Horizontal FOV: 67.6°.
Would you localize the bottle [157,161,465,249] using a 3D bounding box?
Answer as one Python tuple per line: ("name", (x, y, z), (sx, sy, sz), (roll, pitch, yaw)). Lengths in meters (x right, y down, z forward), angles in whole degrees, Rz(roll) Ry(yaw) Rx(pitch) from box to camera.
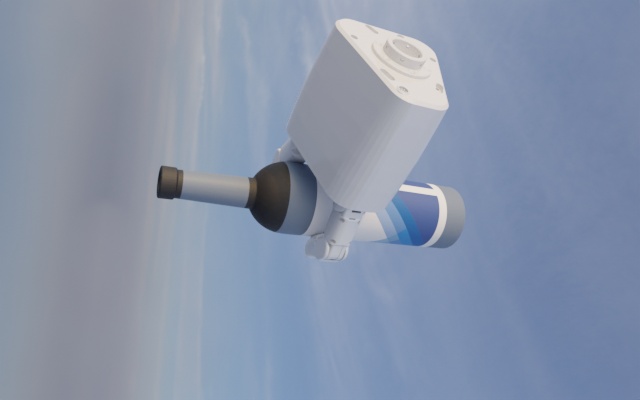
("bottle", (0.000, 0.002, 0.454), (0.296, 0.069, 0.069), (7, -3, -24))
